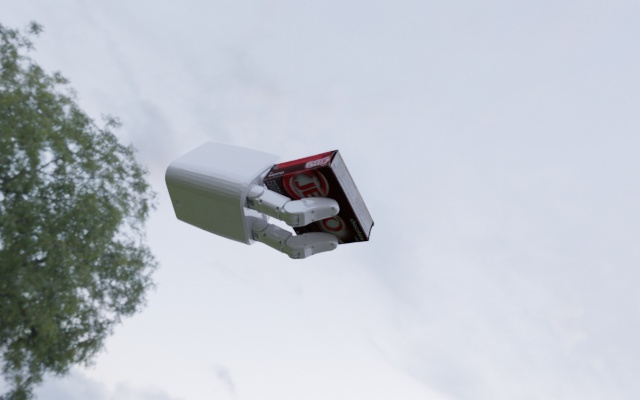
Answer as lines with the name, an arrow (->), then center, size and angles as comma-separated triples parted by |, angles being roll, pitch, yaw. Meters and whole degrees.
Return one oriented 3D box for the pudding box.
pudding box -> 0.000, 0.002, 0.556 | 0.090, 0.113, 0.039 | -10, 36, 32
